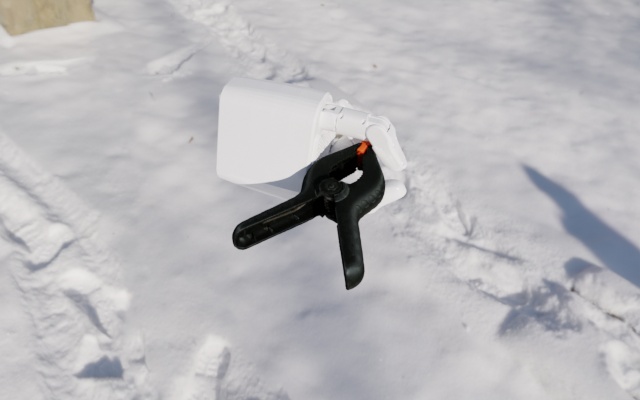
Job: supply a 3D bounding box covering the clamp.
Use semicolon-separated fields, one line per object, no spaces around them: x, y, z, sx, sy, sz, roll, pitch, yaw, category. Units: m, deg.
0.000;0.001;0.439;0.120;0.039;0.171;15;44;12;clamp
